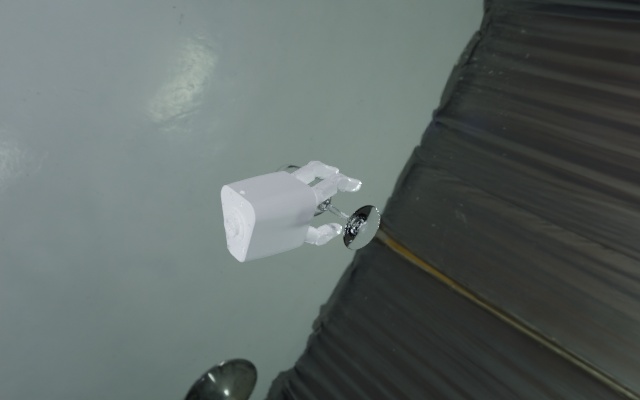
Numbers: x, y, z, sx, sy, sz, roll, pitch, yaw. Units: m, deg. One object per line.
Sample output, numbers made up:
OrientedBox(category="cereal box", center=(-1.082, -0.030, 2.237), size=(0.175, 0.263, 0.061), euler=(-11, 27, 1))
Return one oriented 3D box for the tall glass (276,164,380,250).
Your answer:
OrientedBox(category="tall glass", center=(0.001, 0.003, 0.783), size=(0.079, 0.079, 0.201), euler=(0, 23, -43))
